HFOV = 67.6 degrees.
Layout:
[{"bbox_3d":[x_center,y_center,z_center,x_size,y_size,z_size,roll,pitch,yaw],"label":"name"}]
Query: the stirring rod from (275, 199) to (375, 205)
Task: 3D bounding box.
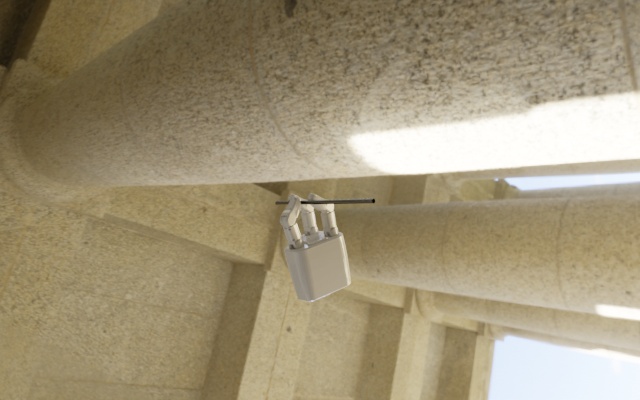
[{"bbox_3d":[0.000,0.003,0.863,0.239,0.011,0.011,-1,-1,44],"label":"stirring rod"}]
